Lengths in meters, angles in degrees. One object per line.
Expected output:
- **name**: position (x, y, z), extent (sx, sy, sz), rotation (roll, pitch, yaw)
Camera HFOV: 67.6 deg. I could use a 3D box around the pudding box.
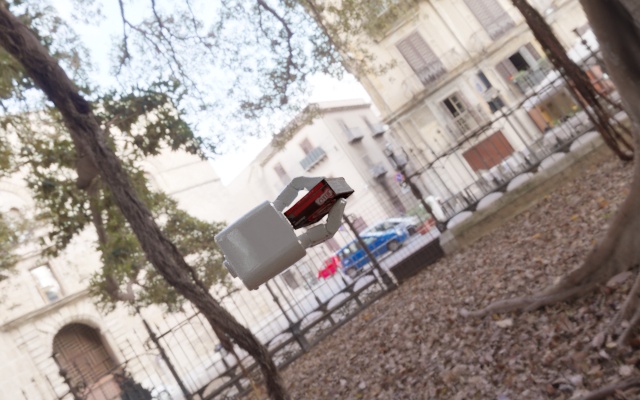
- **pudding box**: position (0.000, 0.002, 0.778), extent (0.090, 0.039, 0.113), rotation (-39, -6, 18)
